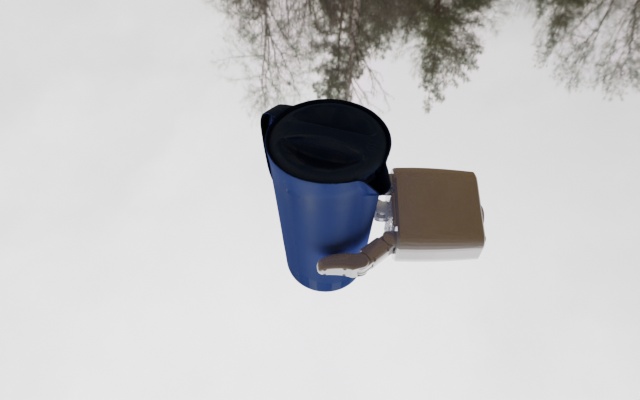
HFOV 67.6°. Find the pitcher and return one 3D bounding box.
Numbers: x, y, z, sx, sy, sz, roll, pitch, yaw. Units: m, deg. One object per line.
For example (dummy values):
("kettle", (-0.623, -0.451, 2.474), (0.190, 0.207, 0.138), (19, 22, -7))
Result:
("pitcher", (0.000, 0.002, 0.592), (0.145, 0.149, 0.243), (0, -41, -1))
